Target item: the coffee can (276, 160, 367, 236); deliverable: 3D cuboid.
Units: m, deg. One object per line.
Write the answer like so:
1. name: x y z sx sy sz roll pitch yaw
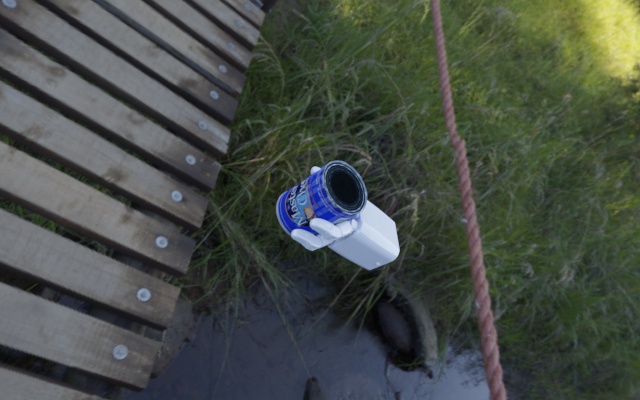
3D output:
1. coffee can: 0.000 0.003 0.871 0.103 0.102 0.140 0 -22 -42
